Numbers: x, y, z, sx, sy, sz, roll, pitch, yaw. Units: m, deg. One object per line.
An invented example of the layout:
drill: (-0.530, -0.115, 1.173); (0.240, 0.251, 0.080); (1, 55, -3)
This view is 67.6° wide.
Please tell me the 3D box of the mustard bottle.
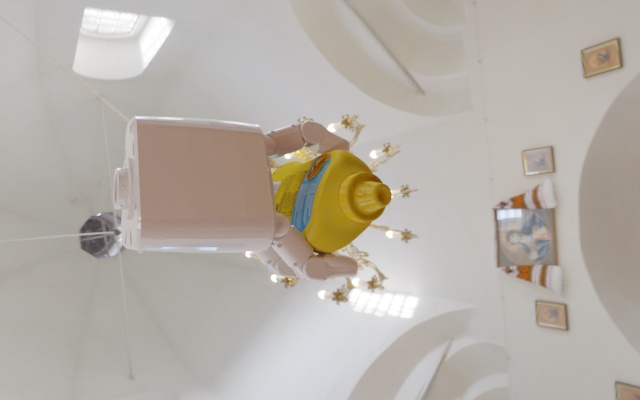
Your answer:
mustard bottle: (0.000, 0.002, 0.448); (0.058, 0.096, 0.191); (28, -17, -25)
